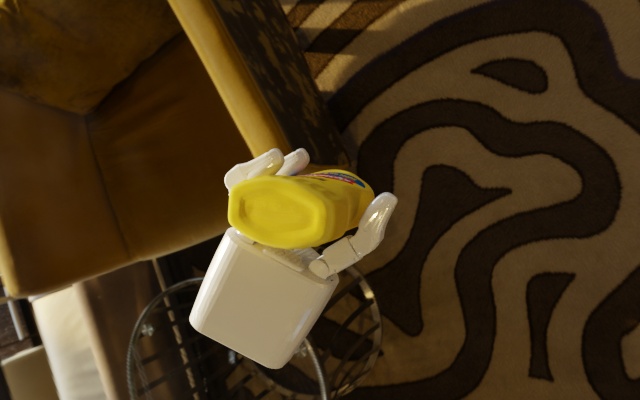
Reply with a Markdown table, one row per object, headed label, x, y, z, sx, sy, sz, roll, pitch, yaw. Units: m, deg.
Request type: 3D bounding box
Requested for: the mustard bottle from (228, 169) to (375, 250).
| label | x | y | z | sx | sy | sz | roll | pitch | yaw |
| --- | --- | --- | --- | --- | --- | --- | --- | --- | --- |
| mustard bottle | 0.000 | 0.001 | 0.460 | 0.096 | 0.058 | 0.191 | 6 | 8 | 21 |
